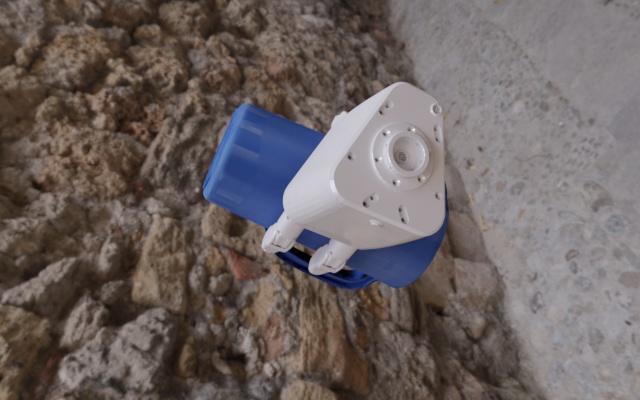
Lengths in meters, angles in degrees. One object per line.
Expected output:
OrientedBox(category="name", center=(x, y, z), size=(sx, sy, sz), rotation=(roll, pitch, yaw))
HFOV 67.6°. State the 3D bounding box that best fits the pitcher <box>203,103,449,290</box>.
OrientedBox(category="pitcher", center=(0.000, 0.002, 0.521), size=(0.243, 0.149, 0.145), rotation=(23, -14, -15))
